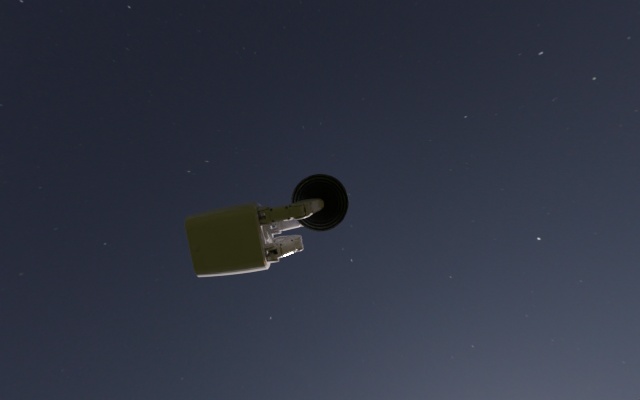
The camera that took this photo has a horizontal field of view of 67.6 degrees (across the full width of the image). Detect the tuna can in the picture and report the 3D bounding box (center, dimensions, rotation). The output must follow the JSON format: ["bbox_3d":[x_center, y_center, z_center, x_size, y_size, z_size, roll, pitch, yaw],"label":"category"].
[{"bbox_3d":[0.000,0.002,0.725,0.086,0.086,0.034,0,5,5],"label":"tuna can"}]
